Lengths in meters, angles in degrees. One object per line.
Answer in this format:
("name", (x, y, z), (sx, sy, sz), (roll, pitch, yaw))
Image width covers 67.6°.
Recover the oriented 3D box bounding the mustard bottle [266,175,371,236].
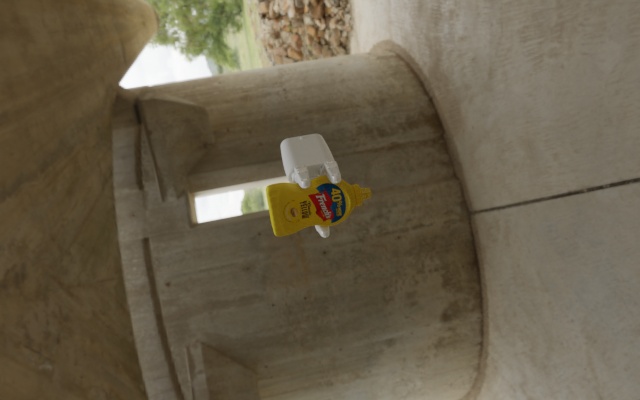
("mustard bottle", (0.000, 0.003, 0.885), (0.191, 0.096, 0.058), (-11, 19, -8))
